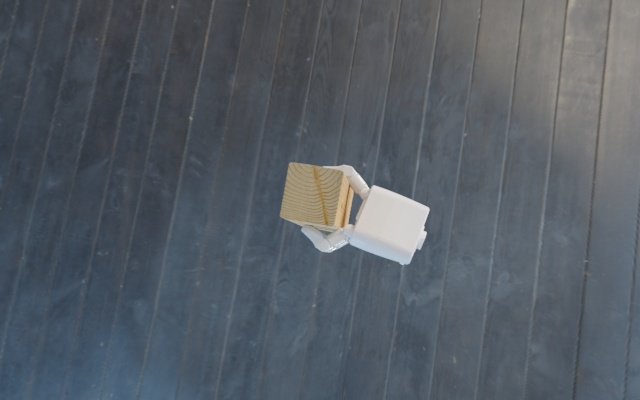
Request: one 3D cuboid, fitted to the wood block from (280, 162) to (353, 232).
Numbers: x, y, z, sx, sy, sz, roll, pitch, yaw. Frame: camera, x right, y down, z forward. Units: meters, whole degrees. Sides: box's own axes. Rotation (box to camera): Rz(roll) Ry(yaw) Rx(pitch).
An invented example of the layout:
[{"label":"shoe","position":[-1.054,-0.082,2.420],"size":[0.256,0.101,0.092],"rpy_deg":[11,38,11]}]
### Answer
[{"label":"wood block","position":[0.001,0.002,0.838],"size":[0.090,0.091,0.206],"rpy_deg":[9,-6,9]}]
